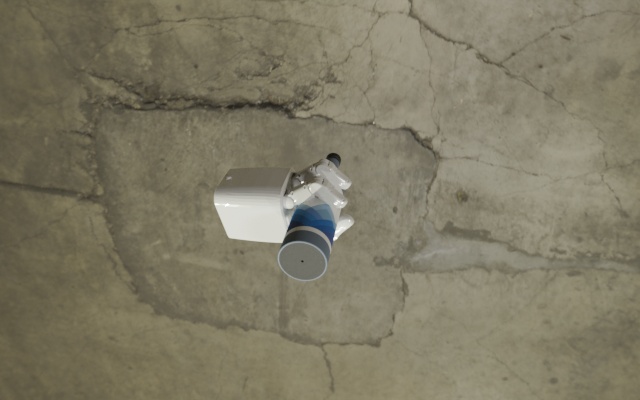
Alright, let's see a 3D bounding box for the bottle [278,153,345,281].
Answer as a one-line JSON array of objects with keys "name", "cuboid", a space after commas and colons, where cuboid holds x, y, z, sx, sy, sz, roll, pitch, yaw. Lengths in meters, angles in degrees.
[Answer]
[{"name": "bottle", "cuboid": [0.000, 0.003, 0.741, 0.069, 0.069, 0.295, 0, 32, 11]}]
